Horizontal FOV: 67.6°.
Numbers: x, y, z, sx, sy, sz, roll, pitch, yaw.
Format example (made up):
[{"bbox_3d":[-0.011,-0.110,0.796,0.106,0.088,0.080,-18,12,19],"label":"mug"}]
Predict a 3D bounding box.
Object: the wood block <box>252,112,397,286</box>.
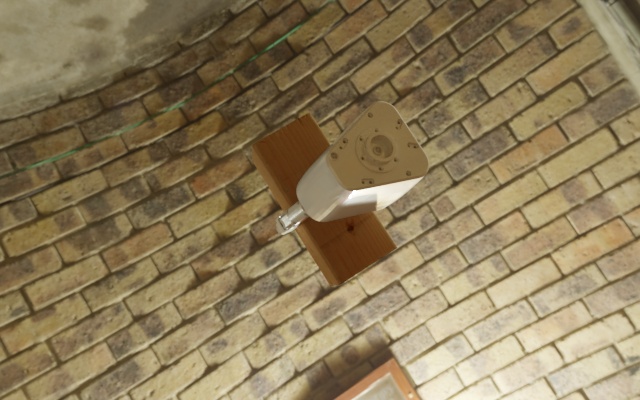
[{"bbox_3d":[0.000,0.002,0.638,0.091,0.206,0.090,-31,-6,-11],"label":"wood block"}]
